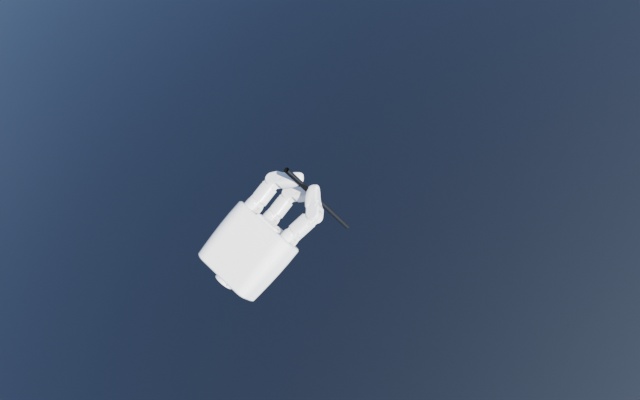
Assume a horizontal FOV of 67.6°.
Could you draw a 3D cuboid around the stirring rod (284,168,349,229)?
[{"bbox_3d":[0.000,0.003,0.773,0.011,0.011,0.240,0,-22,26],"label":"stirring rod"}]
